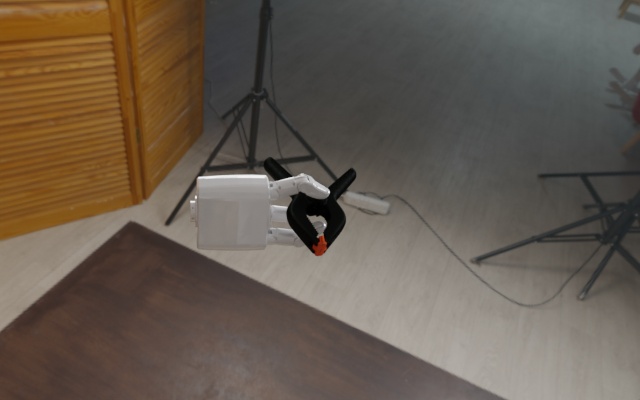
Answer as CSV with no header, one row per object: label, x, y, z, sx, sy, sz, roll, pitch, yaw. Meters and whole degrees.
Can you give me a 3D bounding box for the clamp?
clamp,0.000,0.002,0.775,0.164,0.036,0.209,1,42,-17
